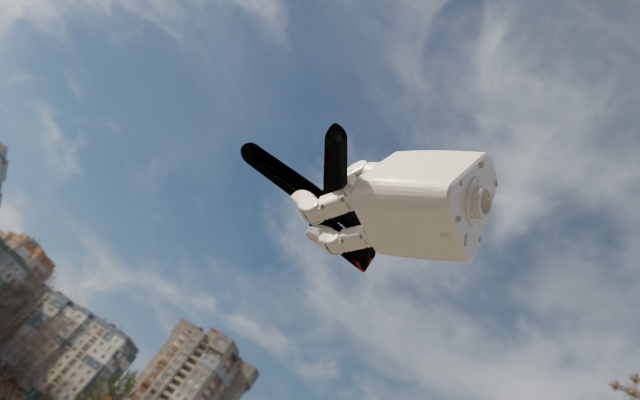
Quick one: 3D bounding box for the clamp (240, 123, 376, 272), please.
[{"bbox_3d":[0.001,0.002,0.570,0.164,0.210,0.036,5,45,43],"label":"clamp"}]
